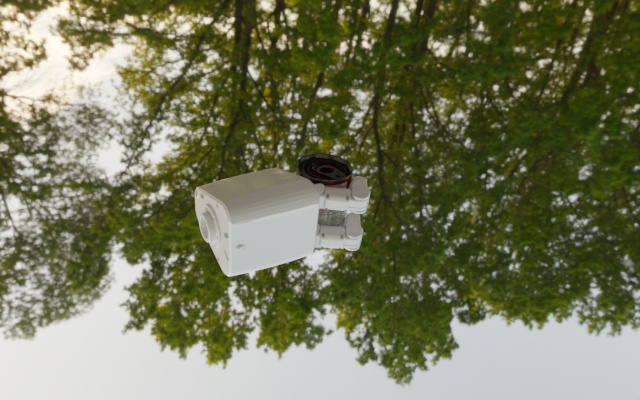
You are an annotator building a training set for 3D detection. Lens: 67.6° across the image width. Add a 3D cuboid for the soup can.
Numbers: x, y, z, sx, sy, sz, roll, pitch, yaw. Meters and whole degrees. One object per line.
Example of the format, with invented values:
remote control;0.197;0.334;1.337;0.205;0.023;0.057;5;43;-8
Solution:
soup can;0.000;0.002;0.594;0.068;0.102;0.068;5;32;-3
